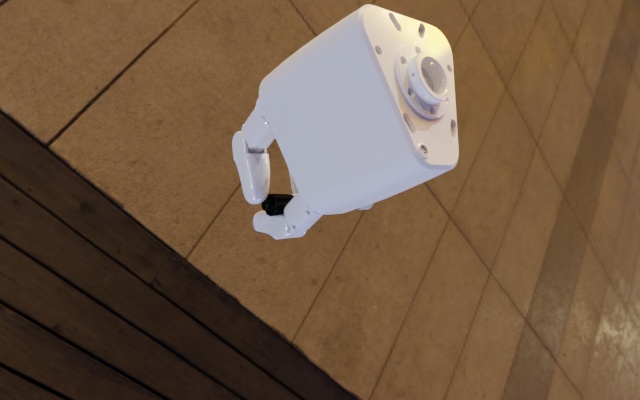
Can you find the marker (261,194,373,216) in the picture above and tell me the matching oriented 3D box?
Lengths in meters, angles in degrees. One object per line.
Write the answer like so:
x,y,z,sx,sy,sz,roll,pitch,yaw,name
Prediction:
0.000,0.001,0.427,0.121,0.020,0.020,-3,2,-40,marker
